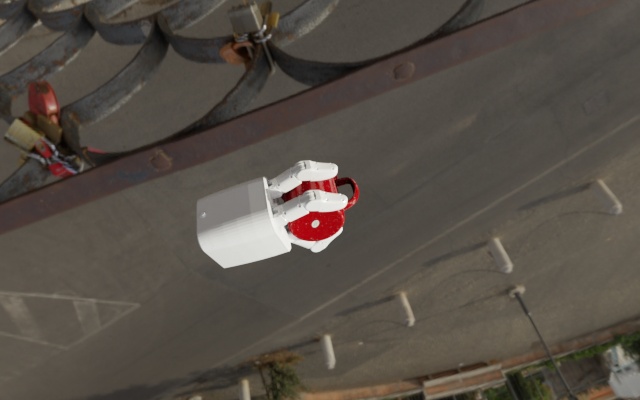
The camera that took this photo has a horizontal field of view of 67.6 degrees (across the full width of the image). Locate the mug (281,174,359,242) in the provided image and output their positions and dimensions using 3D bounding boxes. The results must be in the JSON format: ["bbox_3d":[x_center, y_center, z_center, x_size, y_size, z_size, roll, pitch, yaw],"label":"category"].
[{"bbox_3d":[0.002,0.002,0.699,0.117,0.081,0.093,-18,-42,4],"label":"mug"}]
